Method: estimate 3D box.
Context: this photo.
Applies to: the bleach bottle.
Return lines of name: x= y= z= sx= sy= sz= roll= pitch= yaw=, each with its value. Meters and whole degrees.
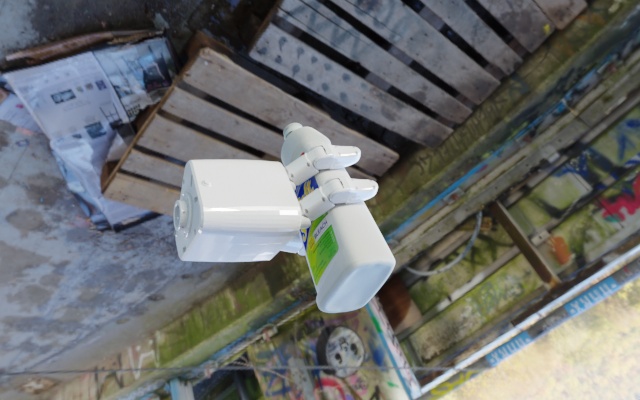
bleach bottle: x=0.000 y=0.002 z=0.580 sx=0.068 sy=0.250 sz=0.103 roll=3 pitch=-45 yaw=-31
